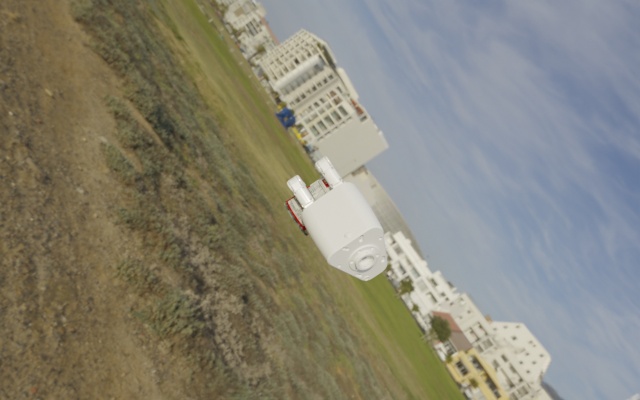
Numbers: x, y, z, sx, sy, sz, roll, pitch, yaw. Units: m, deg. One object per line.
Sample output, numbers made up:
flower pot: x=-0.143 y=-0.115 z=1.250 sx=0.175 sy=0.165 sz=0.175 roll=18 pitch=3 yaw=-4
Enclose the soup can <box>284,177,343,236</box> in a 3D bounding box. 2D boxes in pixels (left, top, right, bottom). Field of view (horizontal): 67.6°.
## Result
soup can: x=0.000 y=0.002 z=0.791 sx=0.102 sy=0.068 sz=0.068 roll=-34 pitch=-2 yaw=3
